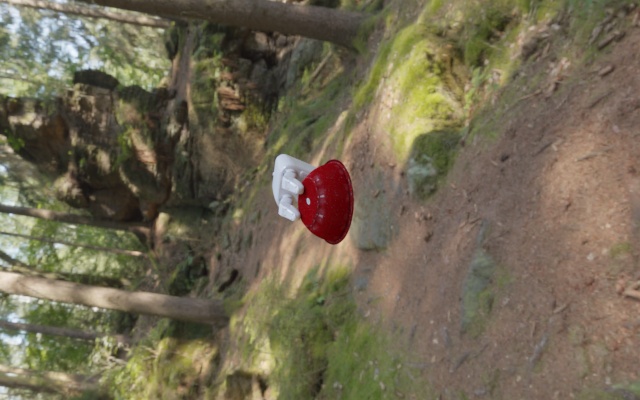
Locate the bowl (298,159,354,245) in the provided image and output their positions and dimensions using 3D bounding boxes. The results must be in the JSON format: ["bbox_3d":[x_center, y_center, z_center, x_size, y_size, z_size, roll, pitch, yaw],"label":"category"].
[{"bbox_3d":[0.000,0.003,0.889,0.055,0.162,0.162,0,0,-26],"label":"bowl"}]
